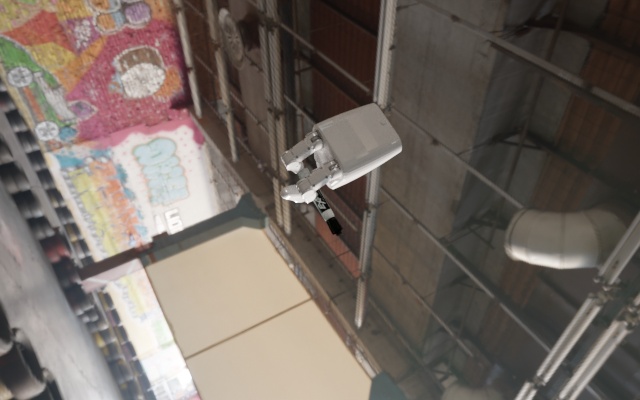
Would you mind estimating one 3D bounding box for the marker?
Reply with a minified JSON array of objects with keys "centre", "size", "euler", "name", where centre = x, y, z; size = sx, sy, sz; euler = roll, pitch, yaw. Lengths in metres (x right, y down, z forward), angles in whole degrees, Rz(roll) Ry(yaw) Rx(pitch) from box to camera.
[{"centre":[0.000,0.002,0.748],"size":[0.020,0.121,0.020],"euler":[-27,-18,-10],"name":"marker"}]
